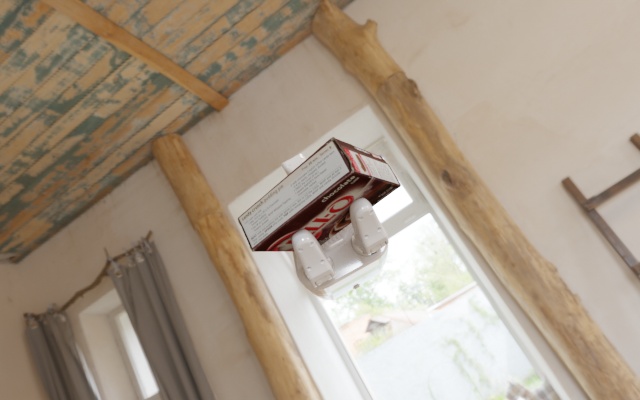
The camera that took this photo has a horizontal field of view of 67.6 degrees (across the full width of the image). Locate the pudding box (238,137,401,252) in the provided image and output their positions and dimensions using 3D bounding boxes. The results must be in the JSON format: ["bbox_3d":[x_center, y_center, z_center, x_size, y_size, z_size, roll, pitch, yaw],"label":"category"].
[{"bbox_3d":[0.000,0.001,0.405,0.113,0.039,0.090,-40,-23,22],"label":"pudding box"}]
